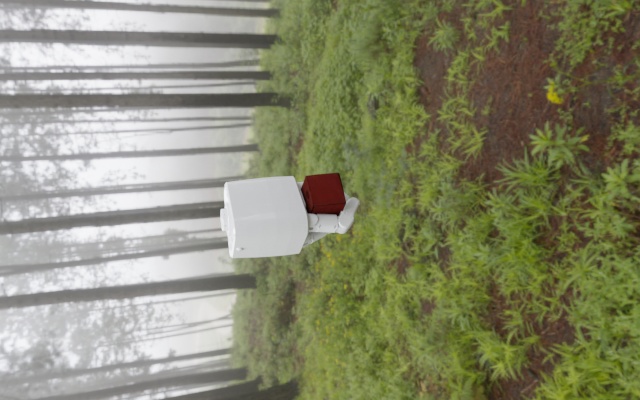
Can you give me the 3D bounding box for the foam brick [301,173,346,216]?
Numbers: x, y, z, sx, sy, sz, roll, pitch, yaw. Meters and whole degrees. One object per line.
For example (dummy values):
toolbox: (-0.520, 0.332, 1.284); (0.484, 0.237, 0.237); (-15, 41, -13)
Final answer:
foam brick: (0.000, 0.002, 0.710); (0.051, 0.053, 0.078); (-4, -29, -17)
